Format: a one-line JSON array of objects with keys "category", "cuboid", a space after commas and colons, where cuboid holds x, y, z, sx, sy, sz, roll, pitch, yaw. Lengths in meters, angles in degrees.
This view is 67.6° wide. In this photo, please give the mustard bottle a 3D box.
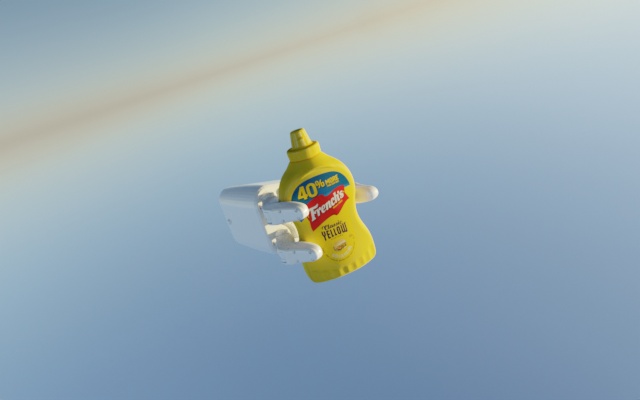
[{"category": "mustard bottle", "cuboid": [0.000, 0.002, 0.602, 0.096, 0.192, 0.058, -22, 18, -11]}]
